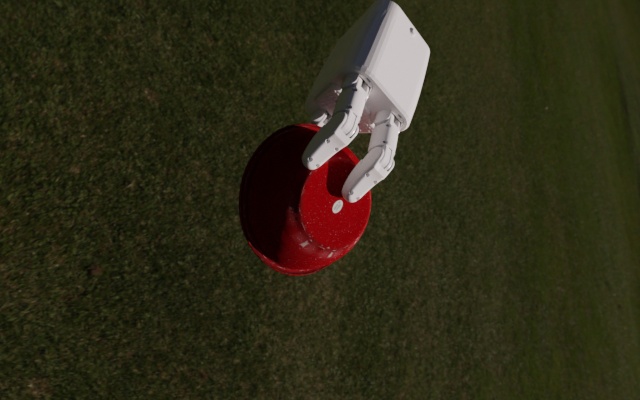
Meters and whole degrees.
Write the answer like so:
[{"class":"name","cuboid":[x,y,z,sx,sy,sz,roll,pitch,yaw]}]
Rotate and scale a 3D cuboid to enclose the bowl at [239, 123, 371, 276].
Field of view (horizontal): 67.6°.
[{"class":"bowl","cuboid":[0.000,0.003,0.487,0.162,0.162,0.055,0,5,-38]}]
